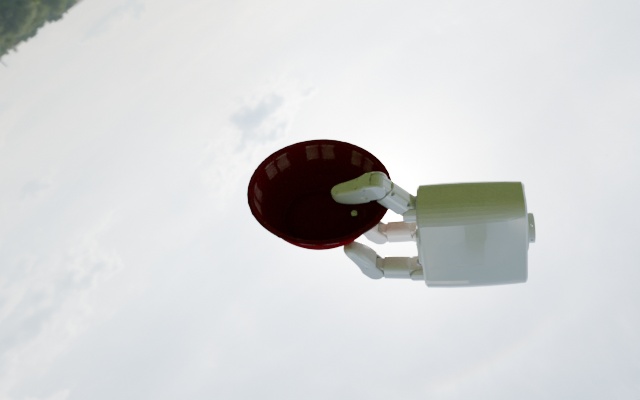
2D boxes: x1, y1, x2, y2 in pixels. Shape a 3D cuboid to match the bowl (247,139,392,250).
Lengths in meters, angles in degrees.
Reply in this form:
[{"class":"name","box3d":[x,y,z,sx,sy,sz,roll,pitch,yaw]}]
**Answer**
[{"class":"bowl","box3d":[-0.001,0.002,0.545,0.162,0.162,0.055,0,-42,2]}]
